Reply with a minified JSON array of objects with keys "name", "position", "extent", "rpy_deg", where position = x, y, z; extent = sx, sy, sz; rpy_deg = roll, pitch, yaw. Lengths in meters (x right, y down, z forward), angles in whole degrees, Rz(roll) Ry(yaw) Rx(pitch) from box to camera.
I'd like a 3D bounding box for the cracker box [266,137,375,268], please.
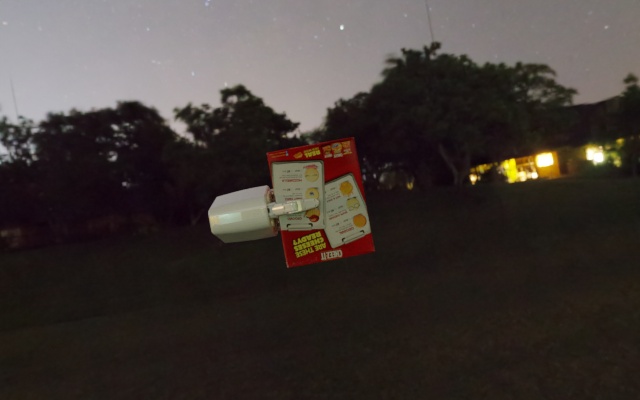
[{"name":"cracker box","position":[0.000,0.003,0.891],"extent":[0.164,0.213,0.072],"rpy_deg":[-11,0,1]}]
